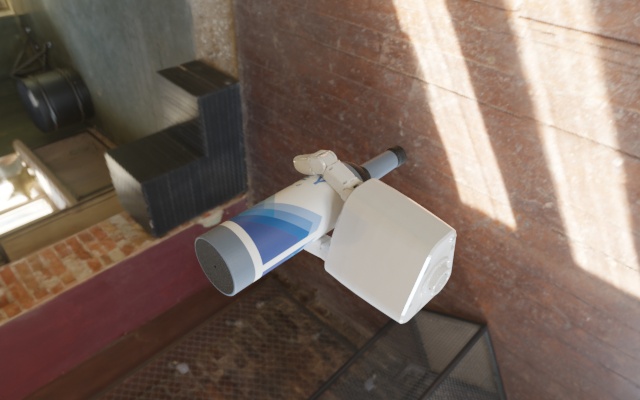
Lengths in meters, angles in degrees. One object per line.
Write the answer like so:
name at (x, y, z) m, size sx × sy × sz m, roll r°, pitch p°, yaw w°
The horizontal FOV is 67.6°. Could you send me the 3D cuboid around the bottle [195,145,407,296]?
bottle at (0.000, 0.002, 0.547) m, size 0.295 × 0.069 × 0.069 m, roll -31°, pitch 19°, yaw -35°
